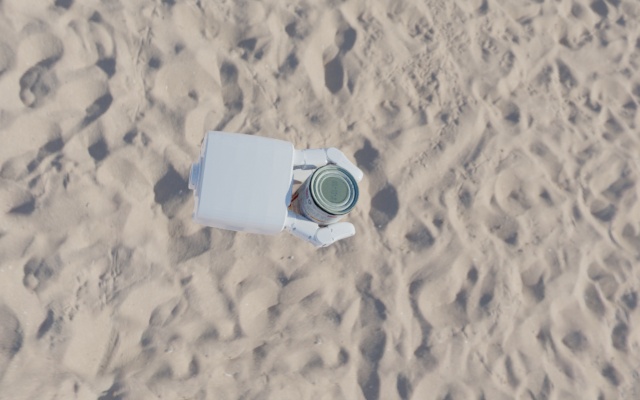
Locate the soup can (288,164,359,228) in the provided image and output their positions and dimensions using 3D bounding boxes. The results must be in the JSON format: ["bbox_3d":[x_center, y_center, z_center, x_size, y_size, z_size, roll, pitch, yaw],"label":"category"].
[{"bbox_3d":[0.001,0.002,0.623,0.068,0.068,0.102,0,-19,-22],"label":"soup can"}]
